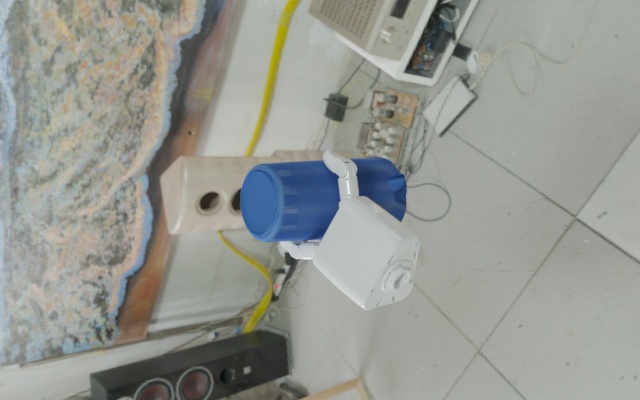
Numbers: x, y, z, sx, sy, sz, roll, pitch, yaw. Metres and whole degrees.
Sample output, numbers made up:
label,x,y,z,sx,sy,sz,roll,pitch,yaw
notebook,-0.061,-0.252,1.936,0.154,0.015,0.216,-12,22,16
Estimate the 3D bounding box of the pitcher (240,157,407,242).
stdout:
label,x,y,z,sx,sy,sz,roll,pitch,yaw
pitcher,0.000,0.002,0.732,0.243,0.149,0.145,-3,31,-40
